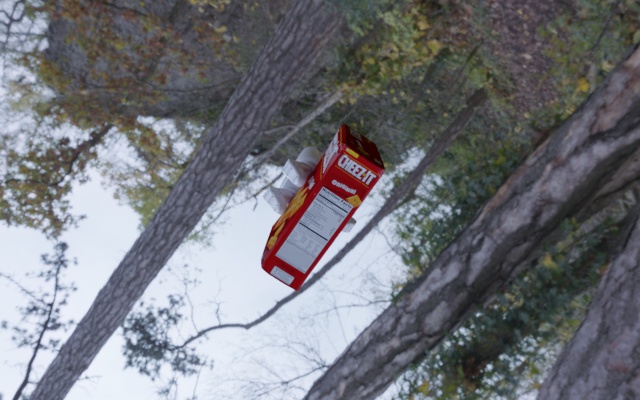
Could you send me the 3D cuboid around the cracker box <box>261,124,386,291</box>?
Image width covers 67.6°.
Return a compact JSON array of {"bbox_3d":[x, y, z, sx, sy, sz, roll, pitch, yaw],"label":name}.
[{"bbox_3d":[0.000,0.003,0.704,0.072,0.214,0.164,32,16,-9],"label":"cracker box"}]
